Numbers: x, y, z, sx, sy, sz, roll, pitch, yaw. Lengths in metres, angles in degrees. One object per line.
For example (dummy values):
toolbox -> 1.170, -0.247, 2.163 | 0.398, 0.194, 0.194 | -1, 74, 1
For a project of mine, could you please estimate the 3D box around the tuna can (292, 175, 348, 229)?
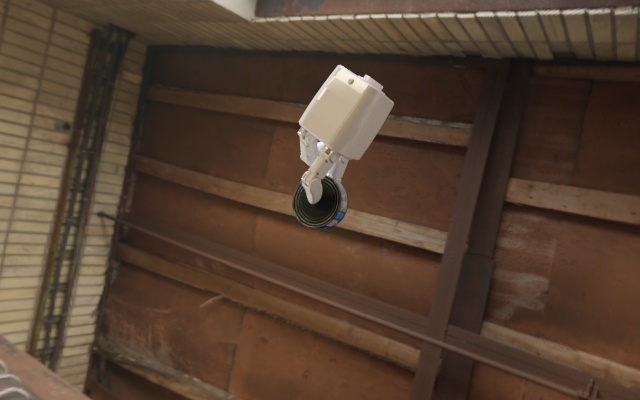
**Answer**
tuna can -> 0.000, 0.003, 0.756 | 0.086, 0.086, 0.034 | 0, -9, 29
